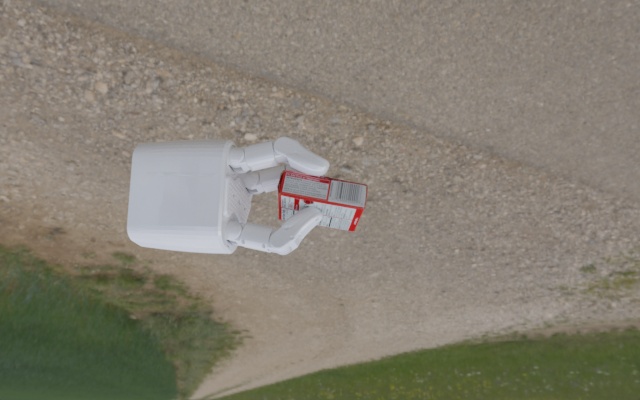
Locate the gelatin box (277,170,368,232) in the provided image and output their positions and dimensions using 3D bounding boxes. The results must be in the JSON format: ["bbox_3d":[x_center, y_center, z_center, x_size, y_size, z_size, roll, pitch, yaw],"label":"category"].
[{"bbox_3d":[0.000,0.002,0.504,0.089,0.030,0.073,10,-23,0],"label":"gelatin box"}]
